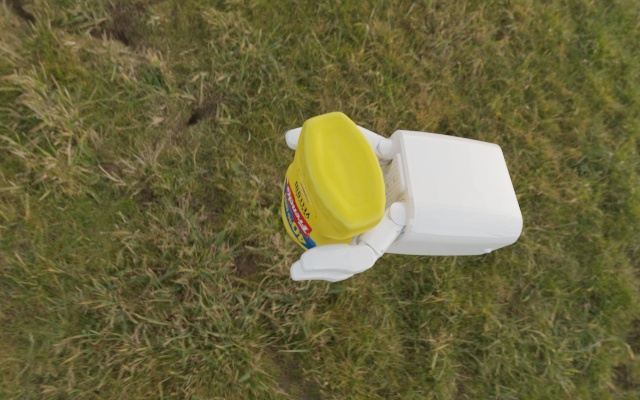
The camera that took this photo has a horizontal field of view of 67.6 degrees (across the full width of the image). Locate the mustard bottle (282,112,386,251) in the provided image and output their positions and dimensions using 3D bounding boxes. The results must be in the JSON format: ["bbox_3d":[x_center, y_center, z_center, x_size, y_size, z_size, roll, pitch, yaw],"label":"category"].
[{"bbox_3d":[0.000,0.001,0.445,0.058,0.096,0.192,-19,-12,-16],"label":"mustard bottle"}]
